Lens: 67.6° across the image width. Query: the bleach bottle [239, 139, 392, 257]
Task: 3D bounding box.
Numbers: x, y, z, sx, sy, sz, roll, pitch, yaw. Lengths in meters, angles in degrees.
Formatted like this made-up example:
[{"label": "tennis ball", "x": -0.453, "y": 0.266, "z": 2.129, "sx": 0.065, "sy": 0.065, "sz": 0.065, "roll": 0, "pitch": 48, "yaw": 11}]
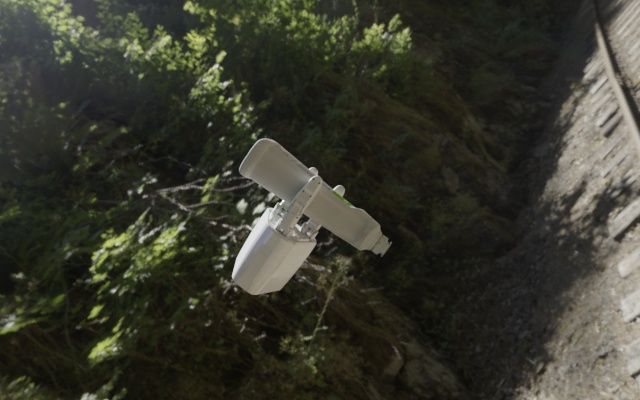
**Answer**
[{"label": "bleach bottle", "x": 0.000, "y": 0.002, "z": 0.739, "sx": 0.251, "sy": 0.068, "sz": 0.102, "roll": 36, "pitch": 10, "yaw": 5}]
